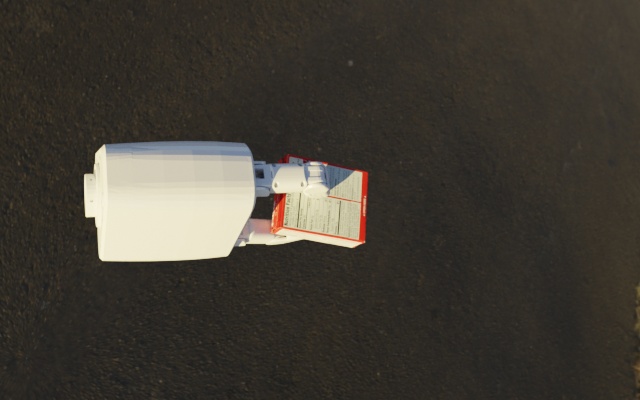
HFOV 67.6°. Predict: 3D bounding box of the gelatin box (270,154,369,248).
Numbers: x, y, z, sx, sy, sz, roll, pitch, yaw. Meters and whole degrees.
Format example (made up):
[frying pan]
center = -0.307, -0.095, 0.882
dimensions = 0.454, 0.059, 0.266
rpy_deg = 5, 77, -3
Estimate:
[gelatin box]
center = 0.001, 0.001, 0.457
dimensions = 0.089, 0.073, 0.030
rpy_deg = 11, -19, -20
